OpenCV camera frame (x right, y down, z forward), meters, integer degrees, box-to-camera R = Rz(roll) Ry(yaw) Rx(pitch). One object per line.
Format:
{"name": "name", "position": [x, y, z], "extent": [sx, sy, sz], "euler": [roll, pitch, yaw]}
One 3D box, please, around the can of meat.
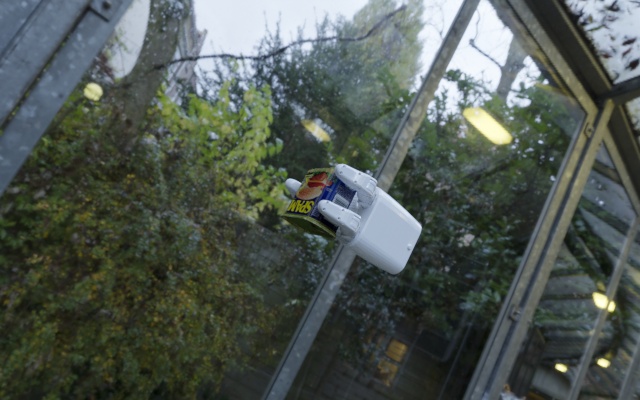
{"name": "can of meat", "position": [0.000, 0.002, 0.686], "extent": [0.057, 0.084, 0.102], "euler": [35, -14, -26]}
